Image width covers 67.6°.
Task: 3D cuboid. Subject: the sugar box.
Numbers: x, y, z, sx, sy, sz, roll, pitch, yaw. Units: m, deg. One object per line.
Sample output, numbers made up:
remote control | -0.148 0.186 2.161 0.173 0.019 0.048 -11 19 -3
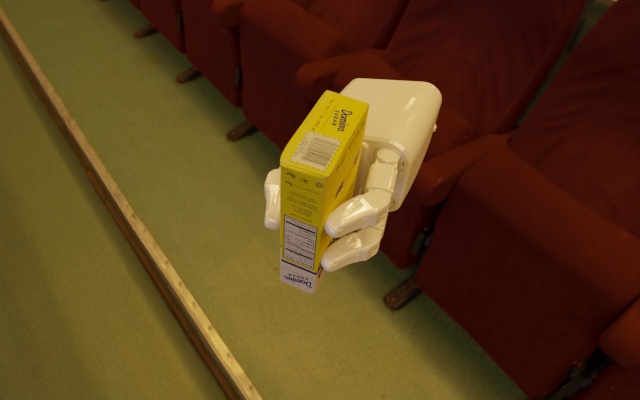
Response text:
sugar box | 0.001 0.001 0.432 0.048 0.093 0.176 19 -37 14
